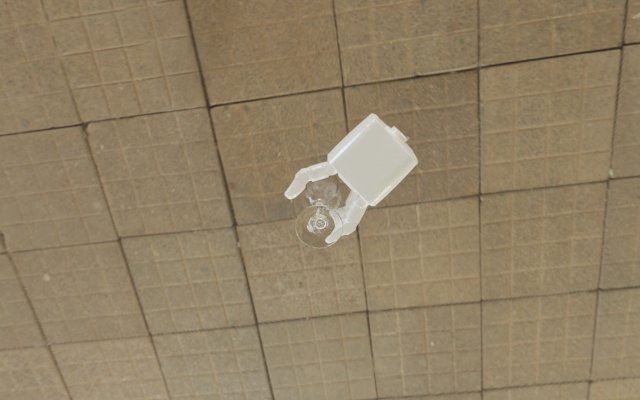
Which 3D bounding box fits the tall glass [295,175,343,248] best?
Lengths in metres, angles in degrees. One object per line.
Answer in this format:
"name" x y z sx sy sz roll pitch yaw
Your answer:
"tall glass" 0.000 0.003 0.828 0.079 0.079 0.201 0 22 1
